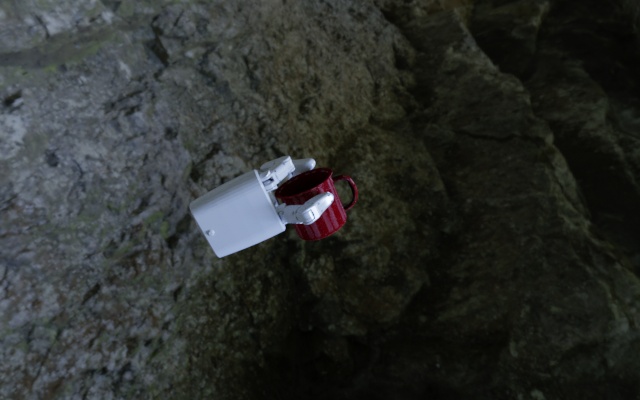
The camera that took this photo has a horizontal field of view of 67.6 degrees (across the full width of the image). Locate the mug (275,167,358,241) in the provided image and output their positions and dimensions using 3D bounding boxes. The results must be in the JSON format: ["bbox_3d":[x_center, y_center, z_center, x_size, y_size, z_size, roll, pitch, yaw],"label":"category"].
[{"bbox_3d":[0.002,0.002,0.724,0.117,0.081,0.093,-23,21,2],"label":"mug"}]
